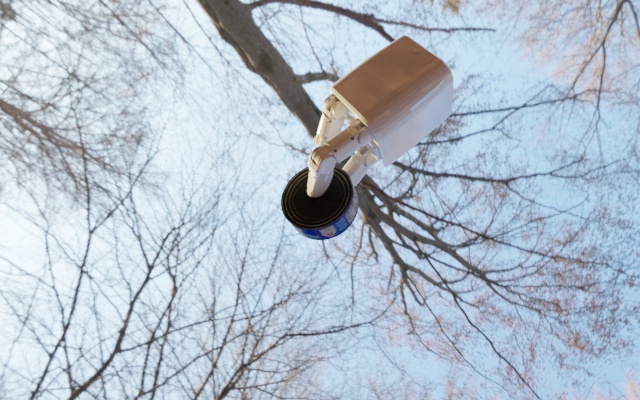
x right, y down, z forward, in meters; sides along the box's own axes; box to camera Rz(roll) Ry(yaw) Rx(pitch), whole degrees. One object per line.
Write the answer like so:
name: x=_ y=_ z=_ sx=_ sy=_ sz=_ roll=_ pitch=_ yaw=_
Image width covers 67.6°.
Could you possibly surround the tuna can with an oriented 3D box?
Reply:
tuna can: x=0.000 y=0.002 z=0.550 sx=0.086 sy=0.086 sz=0.034 roll=0 pitch=-29 yaw=21
